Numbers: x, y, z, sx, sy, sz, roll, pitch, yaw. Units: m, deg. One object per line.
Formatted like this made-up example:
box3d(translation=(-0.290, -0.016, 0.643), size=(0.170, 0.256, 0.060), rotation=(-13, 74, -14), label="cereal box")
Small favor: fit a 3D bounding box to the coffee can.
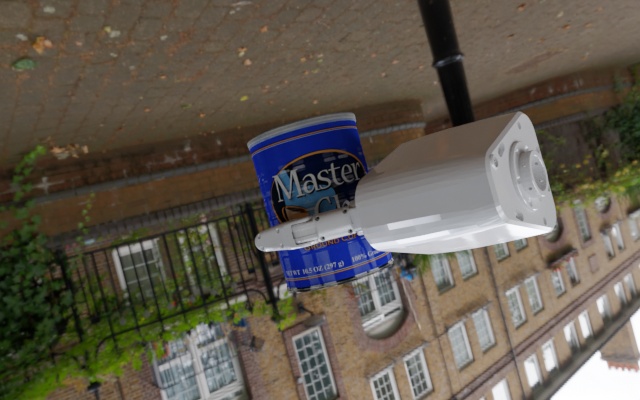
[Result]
box3d(translation=(0.000, 0.001, 0.442), size=(0.103, 0.140, 0.103), rotation=(-15, 0, 0), label="coffee can")
